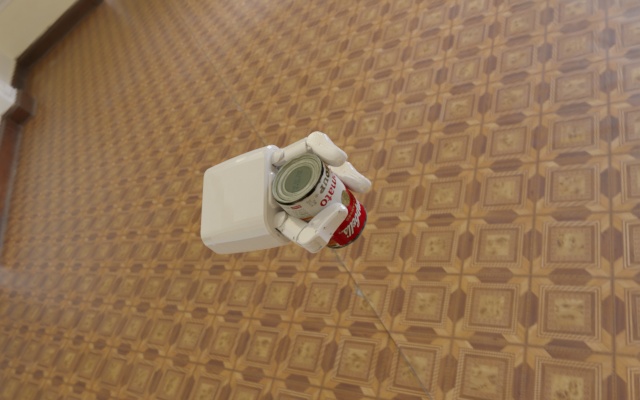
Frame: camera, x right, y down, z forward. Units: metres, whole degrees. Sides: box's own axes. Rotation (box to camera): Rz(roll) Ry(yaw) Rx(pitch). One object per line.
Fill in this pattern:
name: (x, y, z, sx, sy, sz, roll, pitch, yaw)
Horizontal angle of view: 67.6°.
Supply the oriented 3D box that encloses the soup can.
soup can: (0.000, 0.002, 0.543, 0.068, 0.068, 0.102, 0, -32, 38)
